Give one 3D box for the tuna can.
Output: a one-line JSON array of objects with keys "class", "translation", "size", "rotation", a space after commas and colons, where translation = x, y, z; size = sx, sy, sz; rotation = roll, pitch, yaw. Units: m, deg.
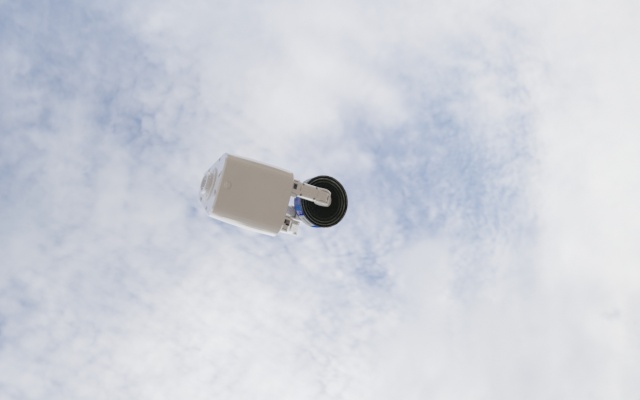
[{"class": "tuna can", "translation": [0.000, 0.003, 0.787], "size": [0.086, 0.086, 0.034], "rotation": [0, -4, -26]}]
